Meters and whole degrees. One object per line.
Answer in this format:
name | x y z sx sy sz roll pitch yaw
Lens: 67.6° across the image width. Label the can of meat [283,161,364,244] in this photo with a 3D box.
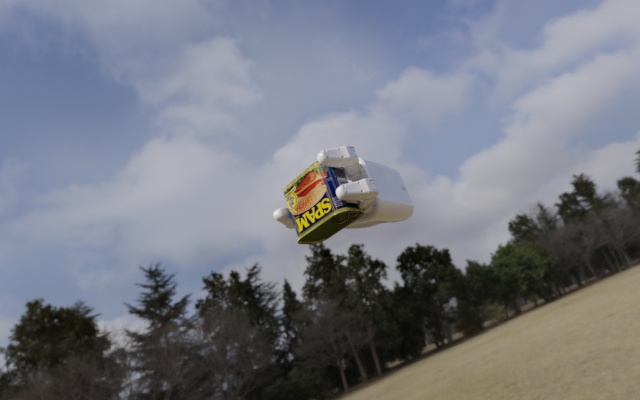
can of meat | 0.000 0.002 0.670 0.057 0.084 0.102 5 -32 -46
